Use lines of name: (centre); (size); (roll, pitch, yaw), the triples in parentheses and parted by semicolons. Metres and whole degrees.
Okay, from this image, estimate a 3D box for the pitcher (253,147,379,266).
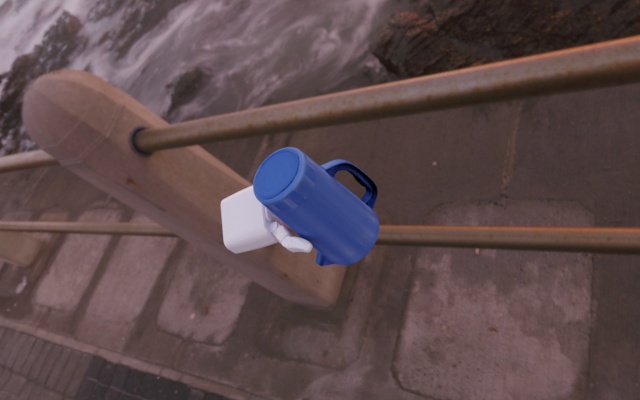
pitcher: (0.000, 0.003, 0.855); (0.145, 0.149, 0.243); (-17, -38, 28)
